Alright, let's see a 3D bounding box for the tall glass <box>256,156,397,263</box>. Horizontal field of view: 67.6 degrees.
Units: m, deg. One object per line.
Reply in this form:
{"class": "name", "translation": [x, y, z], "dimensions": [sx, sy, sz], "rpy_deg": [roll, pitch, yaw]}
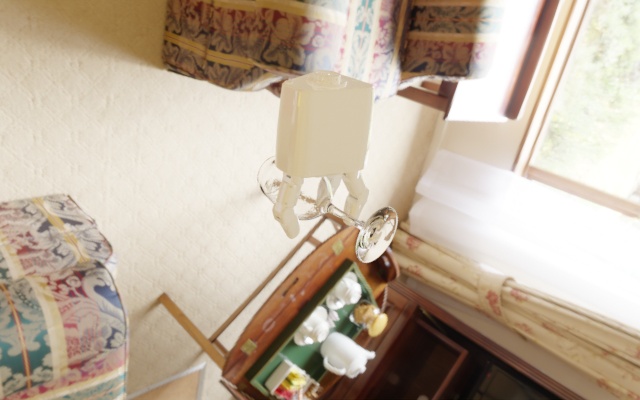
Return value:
{"class": "tall glass", "translation": [0.001, 0.002, 0.631], "dimensions": [0.201, 0.079, 0.079], "rpy_deg": [30, 19, 37]}
